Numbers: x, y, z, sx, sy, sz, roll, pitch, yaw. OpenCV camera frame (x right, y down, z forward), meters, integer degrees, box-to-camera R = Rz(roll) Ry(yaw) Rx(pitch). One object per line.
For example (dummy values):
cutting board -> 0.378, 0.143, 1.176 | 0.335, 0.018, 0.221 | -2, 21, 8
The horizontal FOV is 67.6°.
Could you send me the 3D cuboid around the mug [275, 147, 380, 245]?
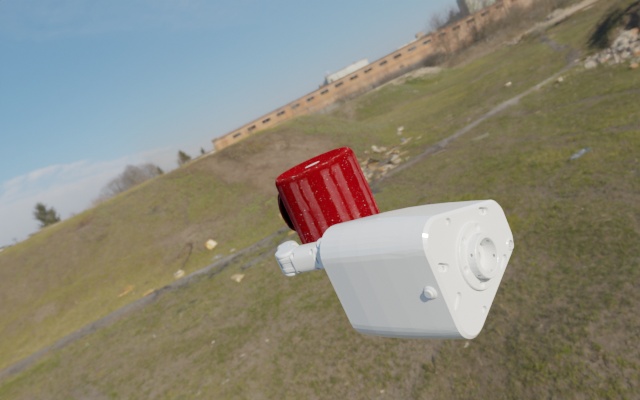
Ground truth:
mug -> -0.001, 0.002, 0.473 | 0.117, 0.081, 0.093 | -12, 17, 48
